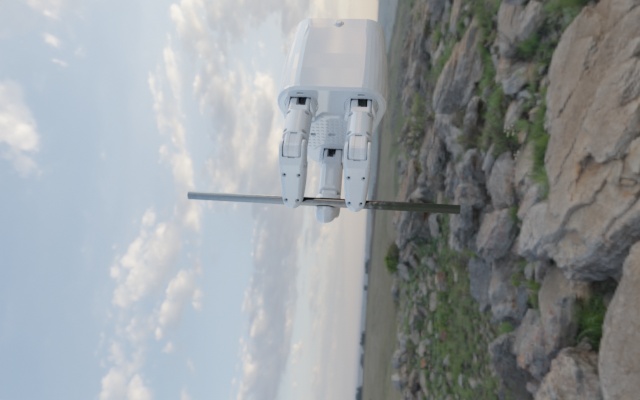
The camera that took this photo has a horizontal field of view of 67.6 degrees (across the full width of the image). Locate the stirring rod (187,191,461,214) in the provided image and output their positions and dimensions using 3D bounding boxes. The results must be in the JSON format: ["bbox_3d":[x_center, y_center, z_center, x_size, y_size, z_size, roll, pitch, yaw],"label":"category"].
[{"bbox_3d":[0.000,0.001,0.422,0.239,0.011,0.011,3,0,6],"label":"stirring rod"}]
